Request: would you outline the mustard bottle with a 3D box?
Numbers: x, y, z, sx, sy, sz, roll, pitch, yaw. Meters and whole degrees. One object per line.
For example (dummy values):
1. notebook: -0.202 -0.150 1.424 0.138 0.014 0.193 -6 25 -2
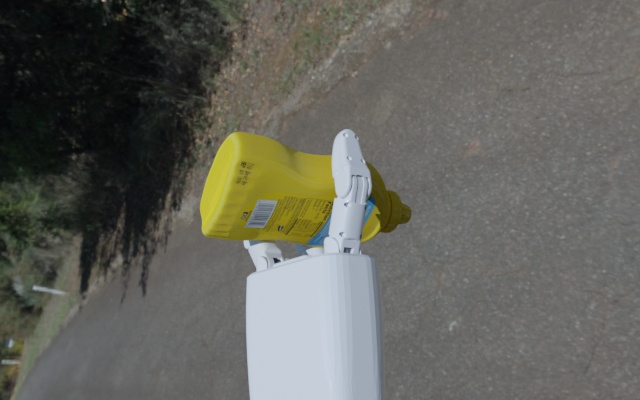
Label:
1. mustard bottle: 0.000 0.001 0.419 0.191 0.058 0.096 9 -48 -27
